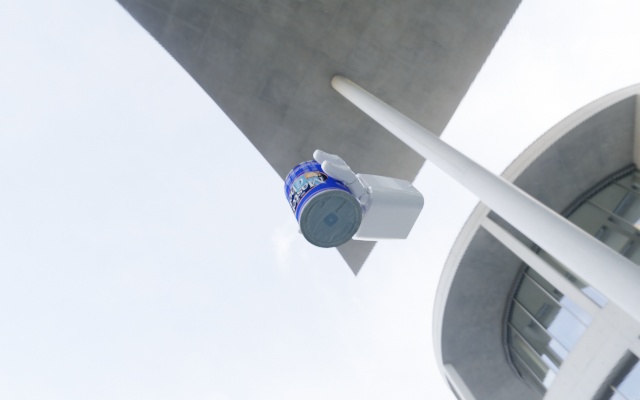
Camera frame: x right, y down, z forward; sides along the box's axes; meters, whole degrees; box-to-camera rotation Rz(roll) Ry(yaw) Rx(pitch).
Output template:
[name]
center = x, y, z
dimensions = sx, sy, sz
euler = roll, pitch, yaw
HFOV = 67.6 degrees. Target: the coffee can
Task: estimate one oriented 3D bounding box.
[coffee can]
center = 0.000, 0.003, 0.812
dimensions = 0.103, 0.103, 0.140
euler = 0, 24, -16
